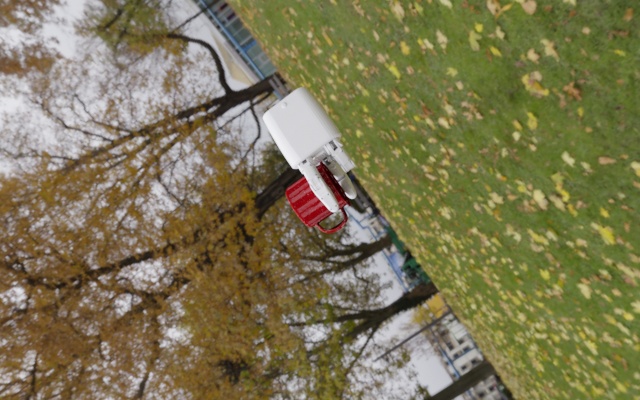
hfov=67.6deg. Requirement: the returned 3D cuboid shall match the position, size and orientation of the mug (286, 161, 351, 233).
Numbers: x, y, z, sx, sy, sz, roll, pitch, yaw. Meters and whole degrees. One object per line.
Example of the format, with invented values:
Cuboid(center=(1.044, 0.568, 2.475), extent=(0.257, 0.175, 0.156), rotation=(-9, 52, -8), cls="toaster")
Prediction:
Cuboid(center=(0.001, 0.004, 0.828), extent=(0.081, 0.117, 0.093), rotation=(-34, -10, 9), cls="mug")
